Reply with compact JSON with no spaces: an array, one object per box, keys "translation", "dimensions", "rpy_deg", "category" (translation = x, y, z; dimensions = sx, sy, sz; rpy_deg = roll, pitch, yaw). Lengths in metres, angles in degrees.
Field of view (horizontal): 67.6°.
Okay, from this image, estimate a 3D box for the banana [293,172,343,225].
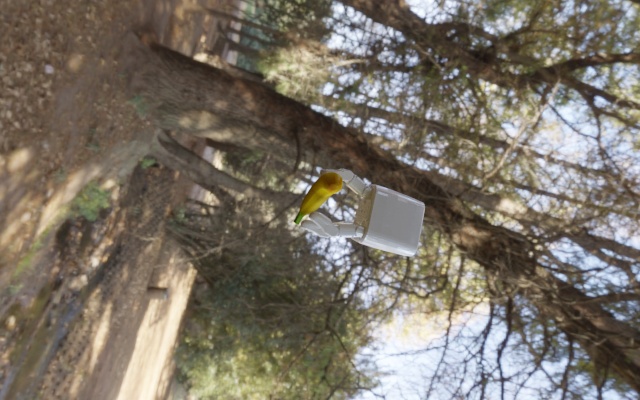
[{"translation":[0.004,-0.012,0.840],"dimensions":[0.037,0.069,0.198],"rpy_deg":[22,-26,-11],"category":"banana"}]
